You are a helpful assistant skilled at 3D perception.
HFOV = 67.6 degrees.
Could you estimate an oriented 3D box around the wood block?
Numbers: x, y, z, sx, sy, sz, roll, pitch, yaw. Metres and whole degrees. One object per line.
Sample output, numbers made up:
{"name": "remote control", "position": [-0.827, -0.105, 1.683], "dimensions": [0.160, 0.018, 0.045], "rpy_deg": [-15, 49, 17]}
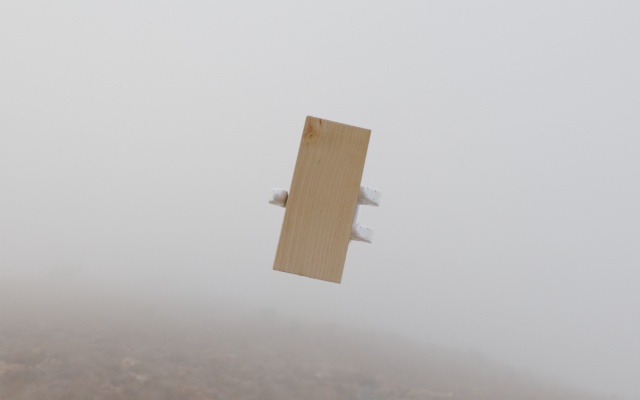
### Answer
{"name": "wood block", "position": [0.000, 0.002, 0.657], "dimensions": [0.091, 0.206, 0.090], "rpy_deg": [12, -7, -4]}
